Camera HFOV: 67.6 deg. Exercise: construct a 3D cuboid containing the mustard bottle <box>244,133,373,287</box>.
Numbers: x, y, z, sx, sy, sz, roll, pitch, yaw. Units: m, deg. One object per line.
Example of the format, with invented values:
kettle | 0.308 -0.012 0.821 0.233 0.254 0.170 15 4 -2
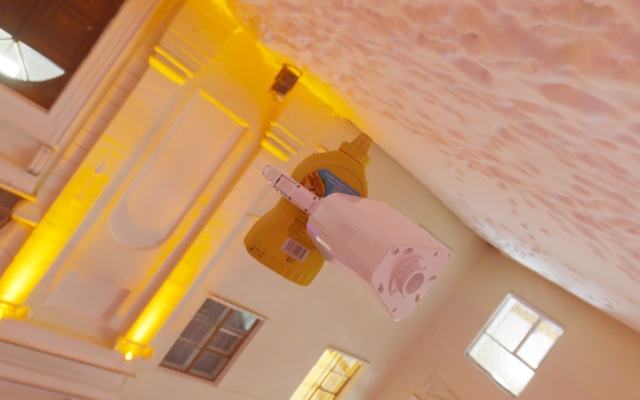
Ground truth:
mustard bottle | 0.000 0.002 0.567 0.096 0.191 0.058 35 2 -21
